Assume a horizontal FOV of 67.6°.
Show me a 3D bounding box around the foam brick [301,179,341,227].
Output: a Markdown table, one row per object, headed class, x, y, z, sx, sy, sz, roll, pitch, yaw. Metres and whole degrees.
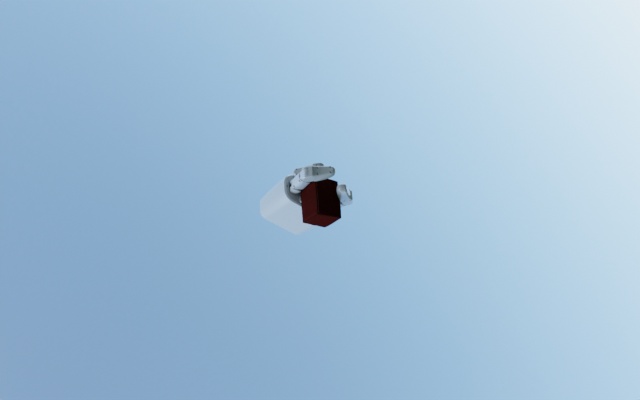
| class | x | y | z | sx | sy | sz | roll | pitch | yaw |
| --- | --- | --- | --- | --- | --- | --- | --- | --- | --- |
| foam brick | 0.000 | 0.003 | 0.872 | 0.053 | 0.078 | 0.051 | 14 | -32 | -33 |
